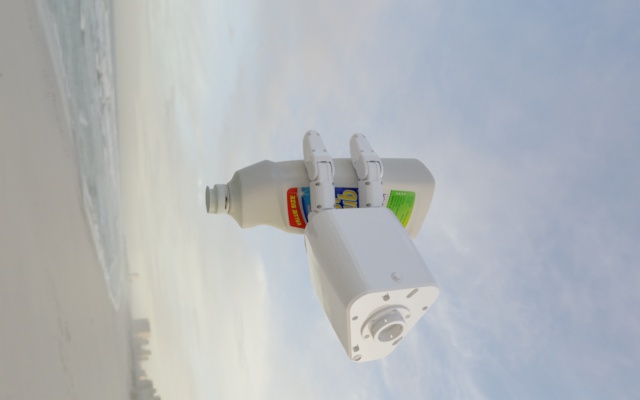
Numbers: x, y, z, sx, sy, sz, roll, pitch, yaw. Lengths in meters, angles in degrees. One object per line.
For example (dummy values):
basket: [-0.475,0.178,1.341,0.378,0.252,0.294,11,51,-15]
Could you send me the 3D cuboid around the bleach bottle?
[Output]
bleach bottle: [0.000,0.002,0.533,0.251,0.103,0.068,-2,38,-23]
